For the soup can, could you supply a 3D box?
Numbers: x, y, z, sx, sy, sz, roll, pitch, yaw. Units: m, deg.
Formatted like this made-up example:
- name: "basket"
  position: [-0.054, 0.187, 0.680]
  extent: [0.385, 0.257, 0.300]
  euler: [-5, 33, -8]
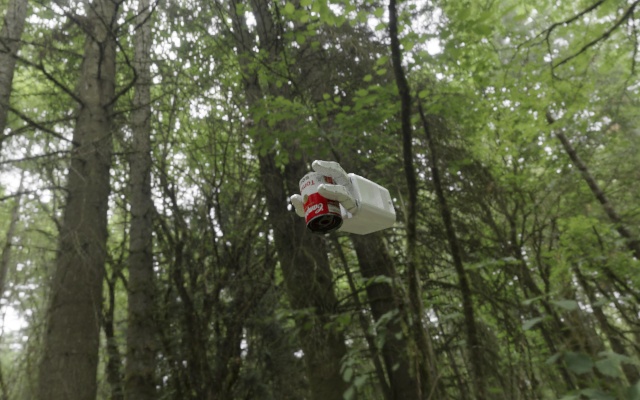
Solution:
- name: "soup can"
  position: [0.000, 0.003, 0.893]
  extent: [0.068, 0.102, 0.069]
  euler: [-8, -33, -5]
